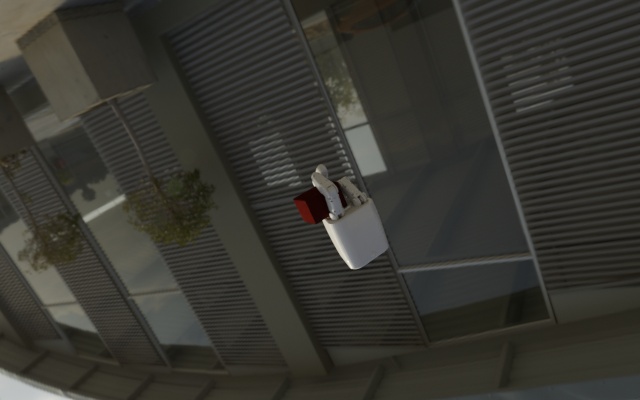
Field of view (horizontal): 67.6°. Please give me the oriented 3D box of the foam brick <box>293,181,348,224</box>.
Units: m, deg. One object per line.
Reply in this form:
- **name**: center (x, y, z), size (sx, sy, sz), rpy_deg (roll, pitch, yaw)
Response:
- **foam brick**: center (0.000, 0.003, 0.896), size (0.078, 0.051, 0.053), rpy_deg (-30, 18, -22)
